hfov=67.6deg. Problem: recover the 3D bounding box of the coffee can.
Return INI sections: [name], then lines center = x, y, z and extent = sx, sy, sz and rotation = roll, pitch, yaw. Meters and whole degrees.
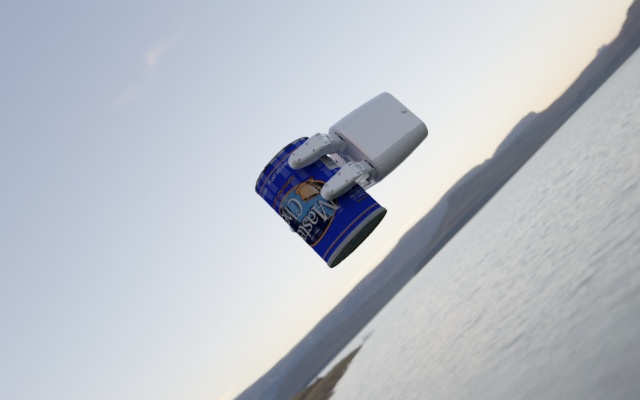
[coffee can]
center = 0.000, 0.002, 0.613
extent = 0.140, 0.103, 0.103
rotation = 44, 13, 13
